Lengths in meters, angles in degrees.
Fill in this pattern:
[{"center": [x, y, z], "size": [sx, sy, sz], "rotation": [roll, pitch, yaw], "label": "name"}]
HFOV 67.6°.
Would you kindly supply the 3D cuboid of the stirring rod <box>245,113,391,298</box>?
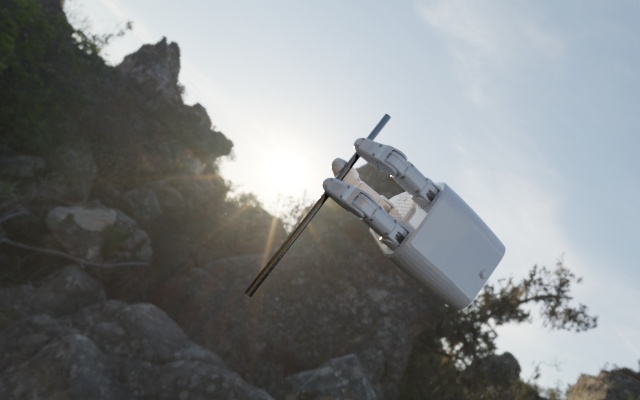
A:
[{"center": [0.000, 0.002, 0.499], "size": [0.011, 0.239, 0.011], "rotation": [37, -9, 7], "label": "stirring rod"}]
